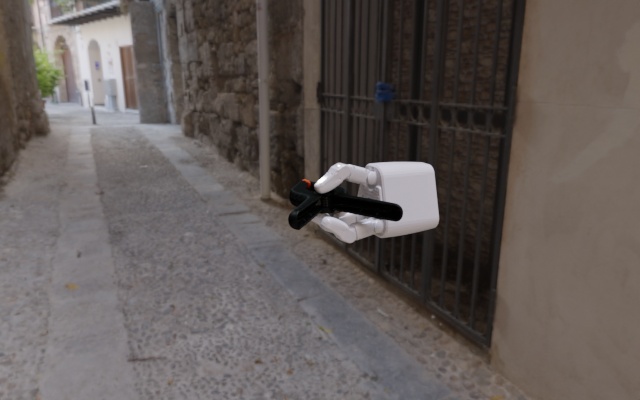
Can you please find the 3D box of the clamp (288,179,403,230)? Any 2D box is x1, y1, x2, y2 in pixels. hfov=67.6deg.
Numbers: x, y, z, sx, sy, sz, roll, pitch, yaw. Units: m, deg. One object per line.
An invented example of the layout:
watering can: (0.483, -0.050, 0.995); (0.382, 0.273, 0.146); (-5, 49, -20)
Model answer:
clamp: (0.000, 0.001, 0.721); (0.164, 0.036, 0.210); (-5, 15, -26)
